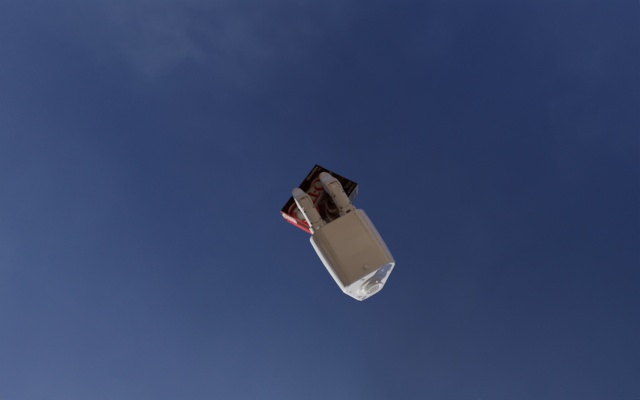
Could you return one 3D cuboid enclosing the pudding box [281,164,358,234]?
[{"bbox_3d":[0.000,0.003,0.827,0.090,0.113,0.039,27,-24,23],"label":"pudding box"}]
